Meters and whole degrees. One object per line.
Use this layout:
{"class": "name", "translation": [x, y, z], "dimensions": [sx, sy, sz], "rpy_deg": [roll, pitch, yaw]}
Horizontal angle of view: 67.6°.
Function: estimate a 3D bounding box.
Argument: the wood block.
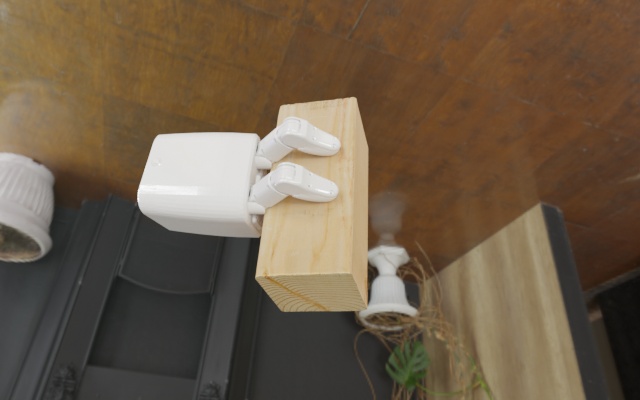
{"class": "wood block", "translation": [0.000, 0.002, 0.500], "dimensions": [0.090, 0.206, 0.091], "rpy_deg": [-4, -33, 12]}
